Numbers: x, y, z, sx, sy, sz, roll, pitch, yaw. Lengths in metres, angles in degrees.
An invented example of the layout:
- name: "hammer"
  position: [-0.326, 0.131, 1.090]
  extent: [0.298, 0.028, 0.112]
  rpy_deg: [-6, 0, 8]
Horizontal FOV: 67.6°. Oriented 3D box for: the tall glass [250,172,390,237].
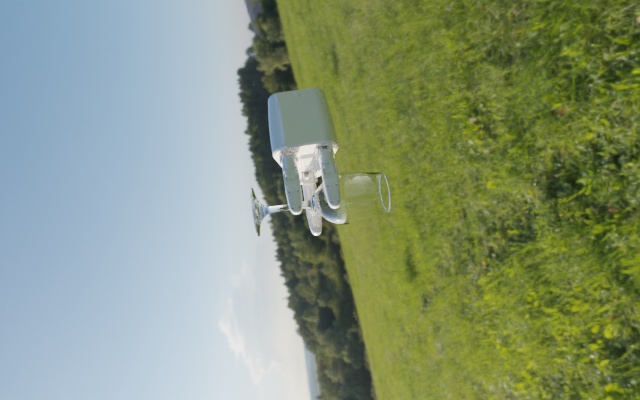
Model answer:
- name: "tall glass"
  position: [-0.001, 0.003, 0.718]
  extent: [0.201, 0.079, 0.079]
  rpy_deg: [-8, 0, -3]
